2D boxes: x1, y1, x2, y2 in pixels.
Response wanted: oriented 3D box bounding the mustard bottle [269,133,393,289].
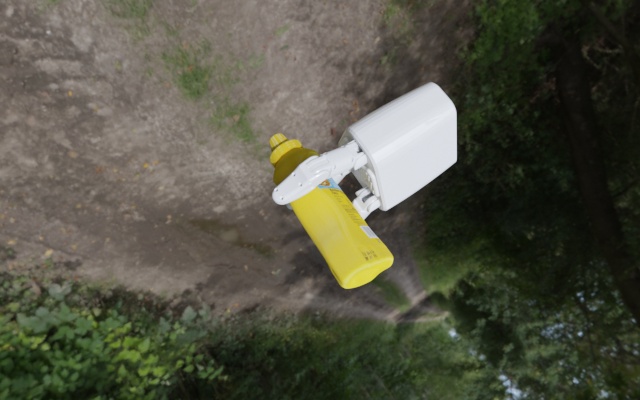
[{"bbox_3d":[0.000,0.002,0.519,0.058,0.191,0.096,-40,-20,16],"label":"mustard bottle"}]
